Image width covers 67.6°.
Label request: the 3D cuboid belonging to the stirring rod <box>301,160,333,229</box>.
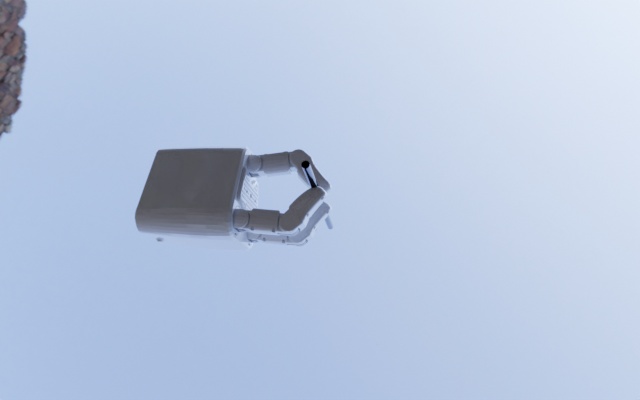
[{"bbox_3d":[0.000,0.002,0.549,0.011,0.011,0.240,0,-17,7],"label":"stirring rod"}]
